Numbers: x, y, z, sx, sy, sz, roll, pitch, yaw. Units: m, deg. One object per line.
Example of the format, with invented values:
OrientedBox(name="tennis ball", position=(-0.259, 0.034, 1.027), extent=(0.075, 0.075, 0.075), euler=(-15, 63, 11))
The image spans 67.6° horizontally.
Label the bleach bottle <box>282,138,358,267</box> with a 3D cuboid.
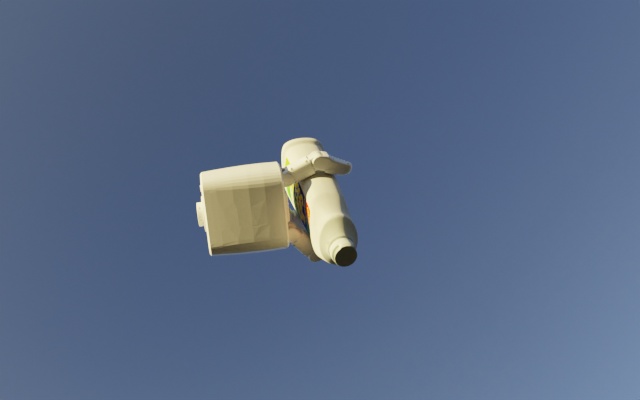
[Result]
OrientedBox(name="bleach bottle", position=(0.000, 0.002, 0.659), extent=(0.068, 0.103, 0.250), euler=(-7, 28, -12))
